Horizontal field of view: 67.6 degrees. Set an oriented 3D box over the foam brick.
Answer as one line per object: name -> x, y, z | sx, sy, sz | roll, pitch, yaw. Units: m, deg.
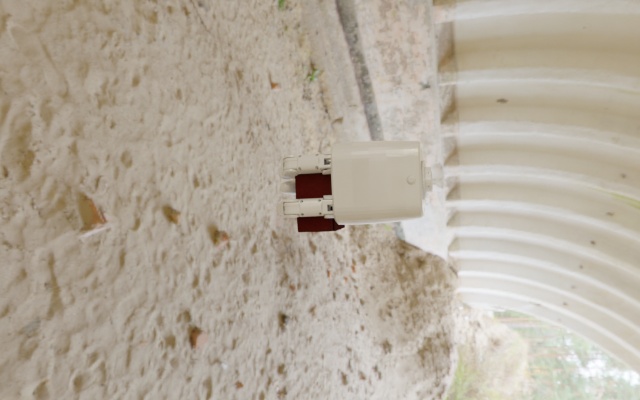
foam brick -> 0.000, 0.002, 0.626 | 0.051, 0.078, 0.053 | -2, 1, 17
